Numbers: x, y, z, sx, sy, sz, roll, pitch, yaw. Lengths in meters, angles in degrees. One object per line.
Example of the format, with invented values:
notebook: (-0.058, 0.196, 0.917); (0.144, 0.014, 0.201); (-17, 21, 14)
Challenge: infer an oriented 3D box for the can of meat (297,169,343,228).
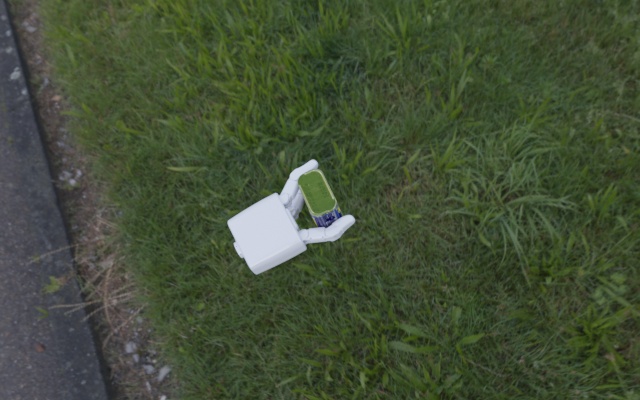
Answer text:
can of meat: (0.000, 0.003, 0.885); (0.057, 0.102, 0.084); (-25, -30, -1)
